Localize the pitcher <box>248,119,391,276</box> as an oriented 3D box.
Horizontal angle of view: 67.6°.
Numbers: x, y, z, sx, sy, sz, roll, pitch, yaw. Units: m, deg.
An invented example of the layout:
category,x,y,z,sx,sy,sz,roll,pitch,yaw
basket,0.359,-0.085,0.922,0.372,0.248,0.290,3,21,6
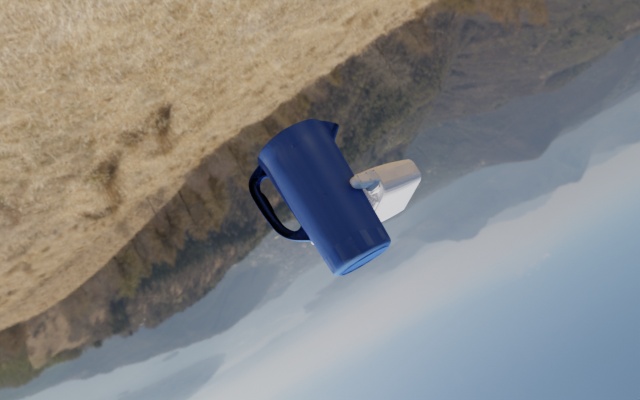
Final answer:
category,x,y,z,sx,sy,sz,roll,pitch,yaw
pitcher,0.000,0.002,0.788,0.145,0.242,0.149,-19,-19,-39
